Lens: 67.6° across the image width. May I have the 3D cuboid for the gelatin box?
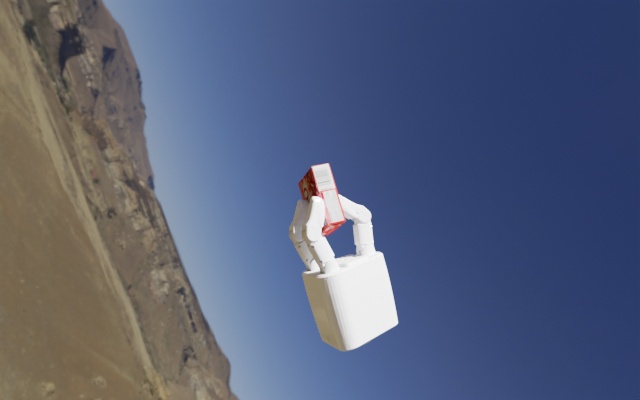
[{"bbox_3d":[0.000,0.002,0.676,0.030,0.089,0.073,-11,-13,-20],"label":"gelatin box"}]
